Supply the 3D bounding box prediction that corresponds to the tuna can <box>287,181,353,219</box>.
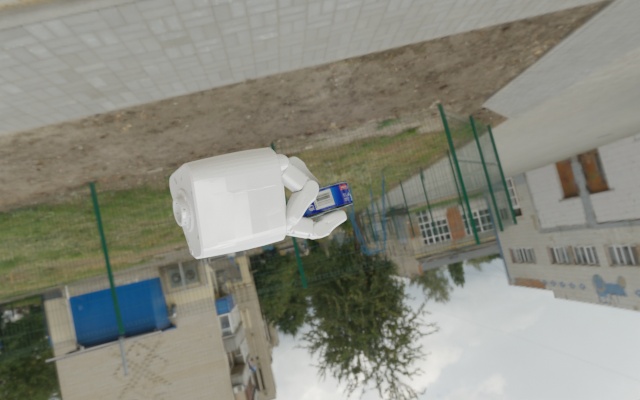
[{"bbox_3d":[0.000,0.003,0.652,0.086,0.034,0.086,-18,-3,-1],"label":"tuna can"}]
